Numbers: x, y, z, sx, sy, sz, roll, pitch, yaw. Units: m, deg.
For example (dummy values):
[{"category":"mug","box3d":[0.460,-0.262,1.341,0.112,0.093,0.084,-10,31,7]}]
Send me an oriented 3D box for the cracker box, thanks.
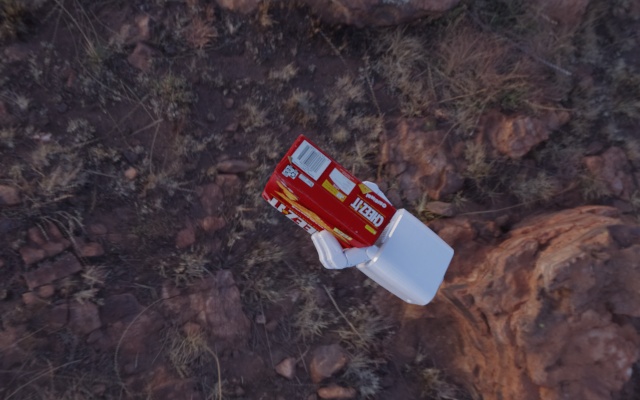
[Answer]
[{"category":"cracker box","box3d":[0.000,0.002,0.717,0.164,0.072,0.214,38,-13,-4]}]
